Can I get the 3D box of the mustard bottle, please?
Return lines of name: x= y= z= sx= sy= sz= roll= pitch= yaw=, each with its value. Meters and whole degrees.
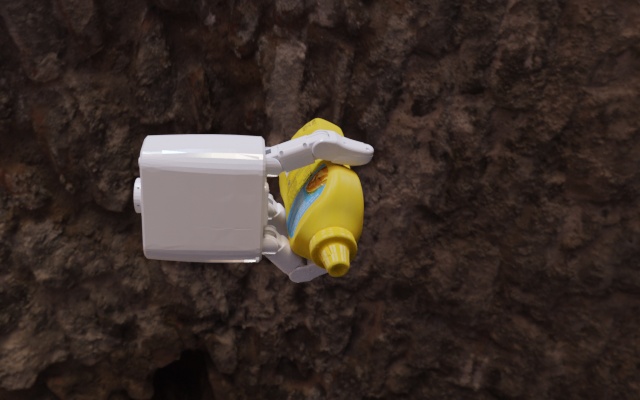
mustard bottle: x=0.000 y=0.001 z=0.470 sx=0.058 sy=0.096 sz=0.191 roll=22 pitch=29 yaw=-24
